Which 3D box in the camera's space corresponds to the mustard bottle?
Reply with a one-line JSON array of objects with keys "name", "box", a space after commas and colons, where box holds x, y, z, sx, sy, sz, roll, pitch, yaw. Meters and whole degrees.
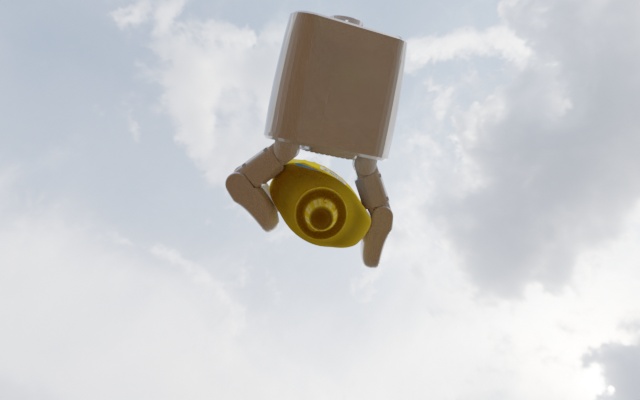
[{"name": "mustard bottle", "box": [0.000, 0.002, 0.441, 0.096, 0.058, 0.191, 35, 5, -4]}]
